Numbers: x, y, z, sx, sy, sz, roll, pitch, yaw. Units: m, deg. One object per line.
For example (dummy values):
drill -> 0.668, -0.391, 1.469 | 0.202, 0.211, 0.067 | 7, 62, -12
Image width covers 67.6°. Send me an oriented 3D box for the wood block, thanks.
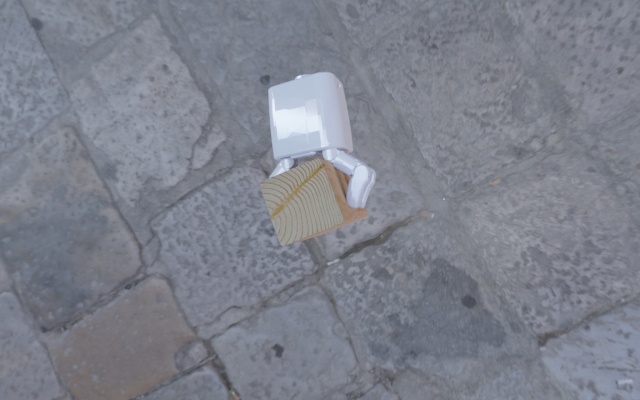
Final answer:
wood block -> 0.000, 0.002, 0.699 | 0.091, 0.090, 0.206 | -21, -5, 14
